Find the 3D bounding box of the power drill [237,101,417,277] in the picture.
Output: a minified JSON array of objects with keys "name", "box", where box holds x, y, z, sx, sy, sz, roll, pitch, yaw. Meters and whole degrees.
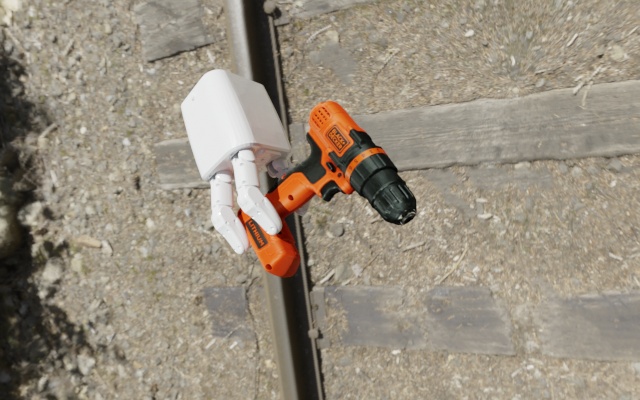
[{"name":"power drill","box":[0.000,0.002,0.548,0.188,0.184,0.057,-44,-36,16]}]
